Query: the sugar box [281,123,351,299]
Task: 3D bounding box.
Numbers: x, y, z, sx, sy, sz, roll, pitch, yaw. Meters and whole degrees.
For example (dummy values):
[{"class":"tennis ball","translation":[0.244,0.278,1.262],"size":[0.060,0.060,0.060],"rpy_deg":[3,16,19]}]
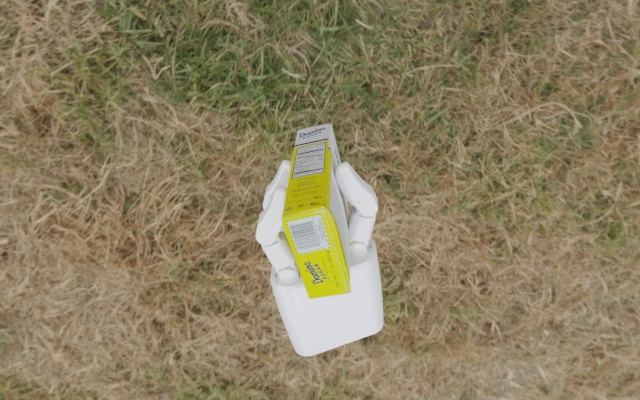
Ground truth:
[{"class":"sugar box","translation":[0.000,0.002,0.473],"size":[0.048,0.093,0.176],"rpy_deg":[-12,30,6]}]
